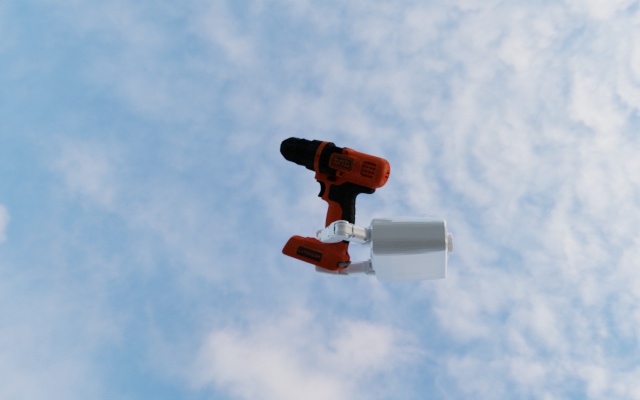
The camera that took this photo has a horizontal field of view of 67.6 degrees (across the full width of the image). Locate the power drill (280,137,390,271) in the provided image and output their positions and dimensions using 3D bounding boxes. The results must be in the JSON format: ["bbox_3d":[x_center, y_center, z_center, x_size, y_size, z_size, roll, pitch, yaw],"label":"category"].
[{"bbox_3d":[0.000,0.003,0.740,0.184,0.187,0.057,17,6,25],"label":"power drill"}]
